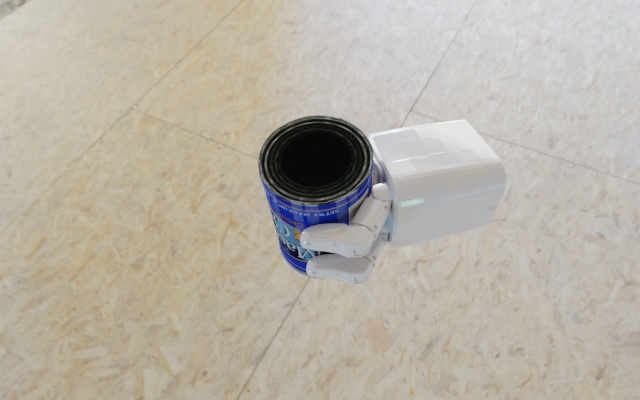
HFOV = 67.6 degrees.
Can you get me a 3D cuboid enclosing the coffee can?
[{"bbox_3d":[0.000,0.002,0.476,0.103,0.102,0.140,0,-35,5],"label":"coffee can"}]
